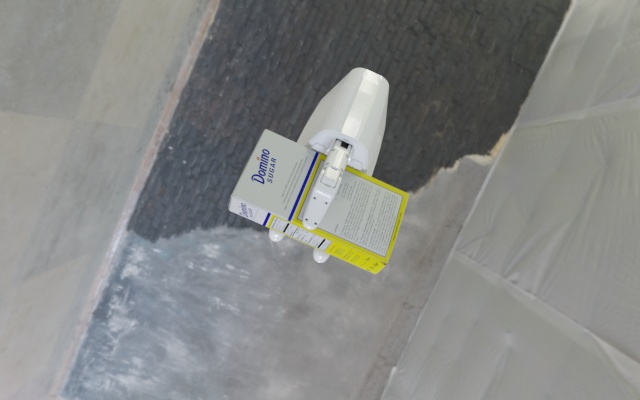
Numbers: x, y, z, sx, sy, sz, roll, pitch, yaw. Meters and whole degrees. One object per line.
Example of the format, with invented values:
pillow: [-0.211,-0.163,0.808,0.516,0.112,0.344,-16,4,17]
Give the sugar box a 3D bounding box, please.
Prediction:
sugar box: [0.000,0.002,0.519,0.176,0.093,0.048,24,-29,-2]
